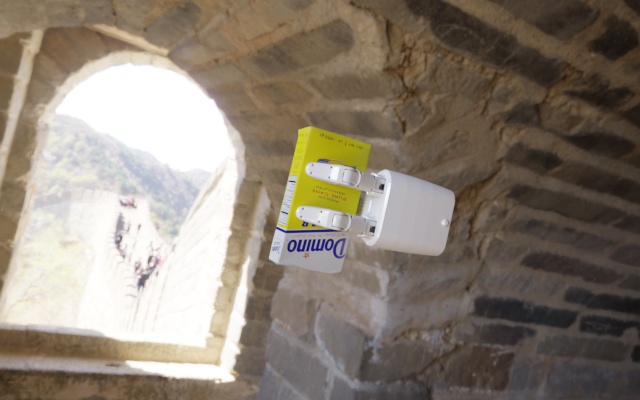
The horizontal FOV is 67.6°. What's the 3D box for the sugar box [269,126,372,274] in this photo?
[{"bbox_3d":[0.000,0.002,0.618,0.093,0.176,0.048,13,-3,-23],"label":"sugar box"}]
